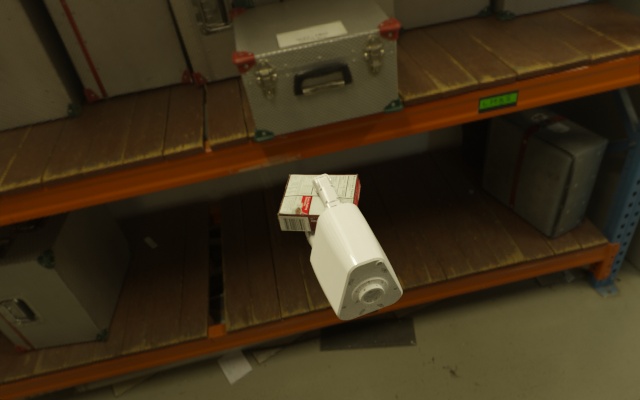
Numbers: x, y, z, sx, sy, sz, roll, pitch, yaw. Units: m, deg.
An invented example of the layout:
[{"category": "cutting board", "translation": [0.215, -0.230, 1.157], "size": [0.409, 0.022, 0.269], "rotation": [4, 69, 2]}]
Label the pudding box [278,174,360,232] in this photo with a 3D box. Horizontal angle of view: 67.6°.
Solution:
[{"category": "pudding box", "translation": [0.000, 0.002, 0.717], "size": [0.113, 0.039, 0.090], "rotation": [2, 45, 11]}]
